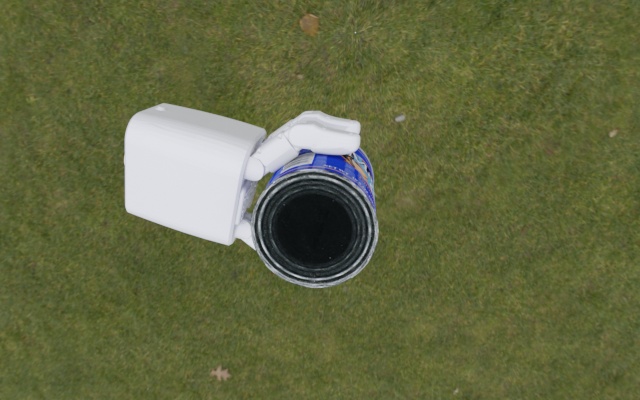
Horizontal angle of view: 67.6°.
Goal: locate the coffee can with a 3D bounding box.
[{"bbox_3d":[0.000,0.002,0.443,0.103,0.103,0.140,0,19,5],"label":"coffee can"}]
